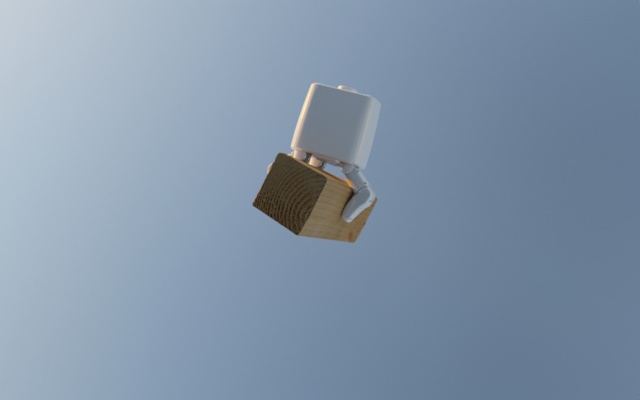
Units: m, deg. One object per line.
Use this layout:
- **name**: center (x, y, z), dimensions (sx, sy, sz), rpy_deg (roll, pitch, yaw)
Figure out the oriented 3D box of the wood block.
- **wood block**: center (0.001, 0.002, 0.744), dimensions (0.091, 0.090, 0.206), rpy_deg (31, 7, 26)
